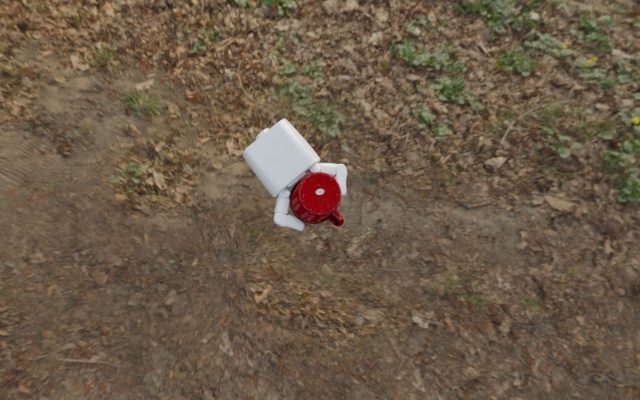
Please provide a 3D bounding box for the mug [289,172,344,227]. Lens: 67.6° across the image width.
[{"bbox_3d":[0.001,0.004,0.889,0.093,0.117,0.081,-40,0,-13],"label":"mug"}]
